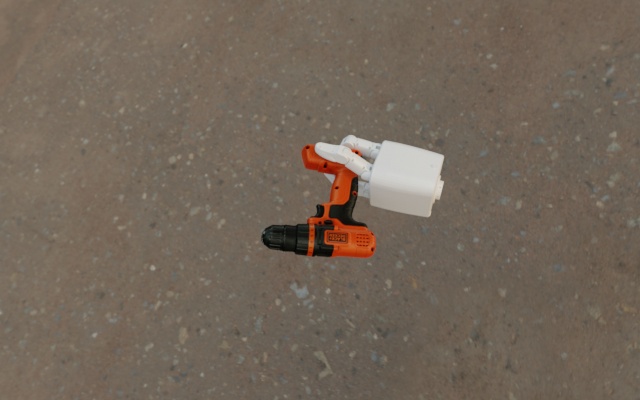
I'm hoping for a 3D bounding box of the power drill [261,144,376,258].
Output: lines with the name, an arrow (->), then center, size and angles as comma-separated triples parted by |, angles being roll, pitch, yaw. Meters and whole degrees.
power drill -> 0.000, 0.002, 0.794 | 0.184, 0.187, 0.057 | 6, -20, -8
